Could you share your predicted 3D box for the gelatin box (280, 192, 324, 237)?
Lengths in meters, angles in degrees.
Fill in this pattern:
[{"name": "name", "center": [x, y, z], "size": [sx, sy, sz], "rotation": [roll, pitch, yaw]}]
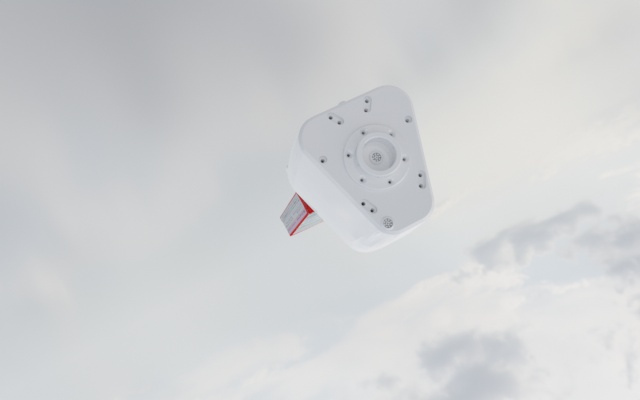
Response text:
[{"name": "gelatin box", "center": [0.000, 0.002, 0.527], "size": [0.073, 0.030, 0.089], "rotation": [-24, -12, -23]}]
